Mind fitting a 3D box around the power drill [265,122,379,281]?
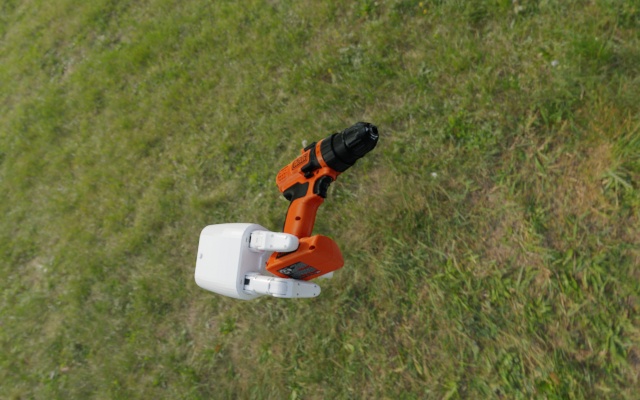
[{"bbox_3d":[0.000,0.002,0.614,0.057,0.187,0.184,30,-39,-28],"label":"power drill"}]
